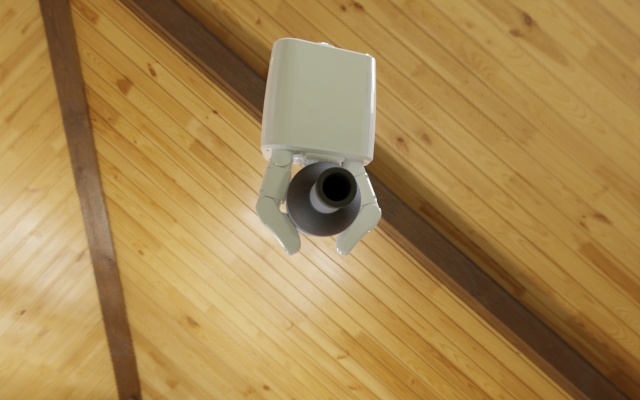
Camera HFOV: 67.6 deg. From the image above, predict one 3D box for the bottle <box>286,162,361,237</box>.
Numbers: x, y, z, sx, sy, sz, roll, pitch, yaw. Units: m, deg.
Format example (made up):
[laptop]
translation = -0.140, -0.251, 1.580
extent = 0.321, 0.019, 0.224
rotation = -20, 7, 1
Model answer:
[bottle]
translation = 0.000, 0.002, 0.457
extent = 0.069, 0.069, 0.296
rotation = 0, -4, -4
